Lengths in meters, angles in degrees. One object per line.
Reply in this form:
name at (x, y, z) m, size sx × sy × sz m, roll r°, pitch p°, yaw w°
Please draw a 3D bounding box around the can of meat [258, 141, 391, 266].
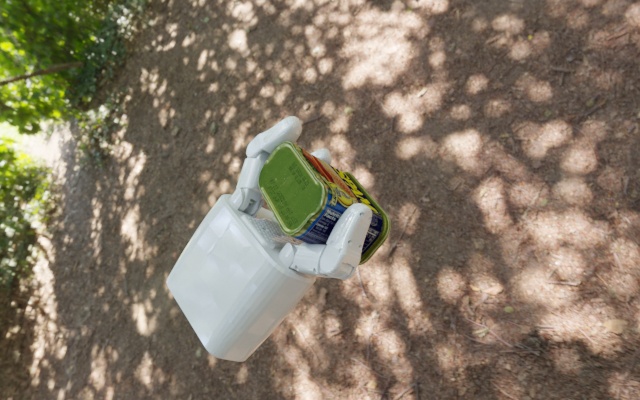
can of meat at (0.000, 0.001, 0.422) m, size 0.084 × 0.057 × 0.102 m, roll 26°, pitch 19°, yaw -41°
